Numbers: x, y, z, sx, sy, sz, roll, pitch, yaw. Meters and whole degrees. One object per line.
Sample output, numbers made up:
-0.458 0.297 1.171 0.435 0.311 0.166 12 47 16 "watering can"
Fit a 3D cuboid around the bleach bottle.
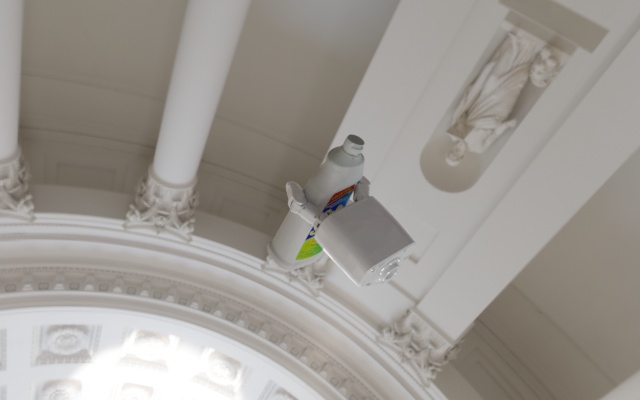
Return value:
0.000 0.003 0.779 0.102 0.251 0.068 -12 50 -43 "bleach bottle"
